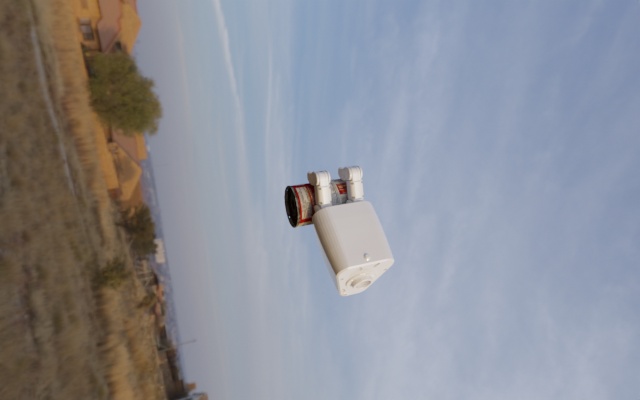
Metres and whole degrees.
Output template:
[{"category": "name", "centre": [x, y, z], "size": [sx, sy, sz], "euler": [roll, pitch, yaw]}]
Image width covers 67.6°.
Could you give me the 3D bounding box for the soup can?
[{"category": "soup can", "centre": [0.000, 0.002, 0.772], "size": [0.102, 0.068, 0.068], "euler": [-9, 3, -20]}]
